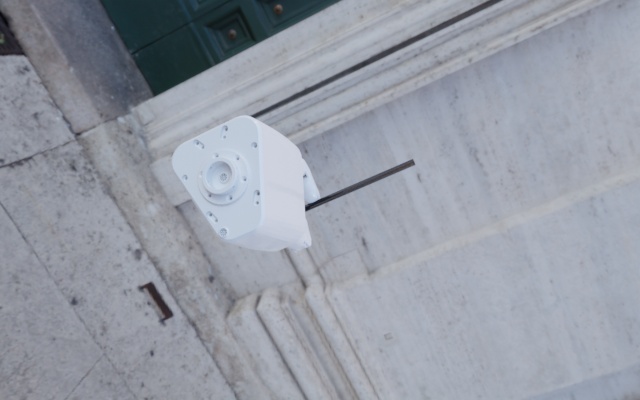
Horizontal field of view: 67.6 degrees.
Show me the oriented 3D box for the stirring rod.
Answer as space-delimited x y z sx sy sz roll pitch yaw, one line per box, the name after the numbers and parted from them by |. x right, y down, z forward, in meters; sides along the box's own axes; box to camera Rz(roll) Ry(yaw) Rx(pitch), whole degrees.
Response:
0.000 0.002 0.576 0.239 0.011 0.011 -23 -5 11 | stirring rod
